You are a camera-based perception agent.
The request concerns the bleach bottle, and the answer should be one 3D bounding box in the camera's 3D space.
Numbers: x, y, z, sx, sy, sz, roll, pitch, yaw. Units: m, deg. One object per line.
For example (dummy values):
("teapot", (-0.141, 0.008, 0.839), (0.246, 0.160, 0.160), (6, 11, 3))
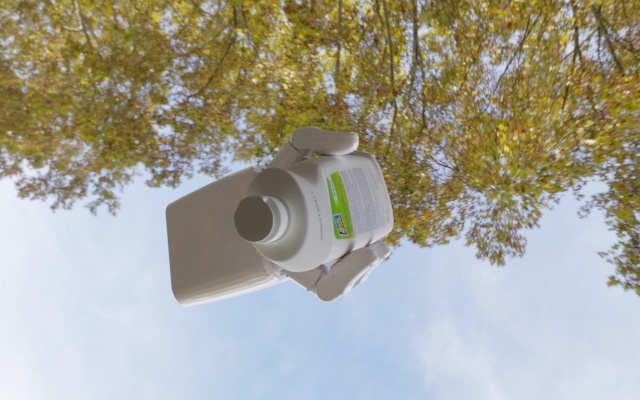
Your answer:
("bleach bottle", (0.000, 0.001, 0.412), (0.068, 0.102, 0.251), (-19, -6, 20))
